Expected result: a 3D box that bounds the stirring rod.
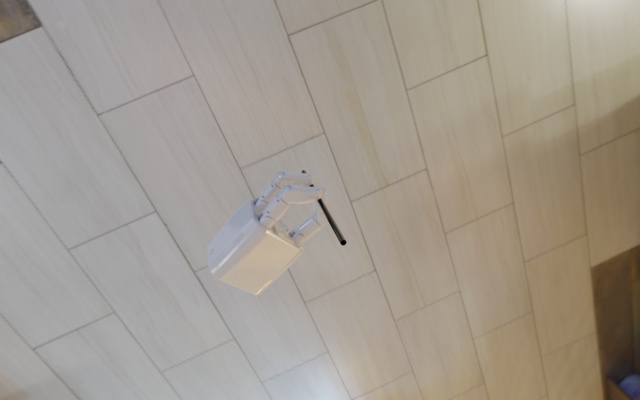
[{"bbox_3d":[0.000,0.002,0.685,0.011,0.011,0.239,0,24,-15],"label":"stirring rod"}]
